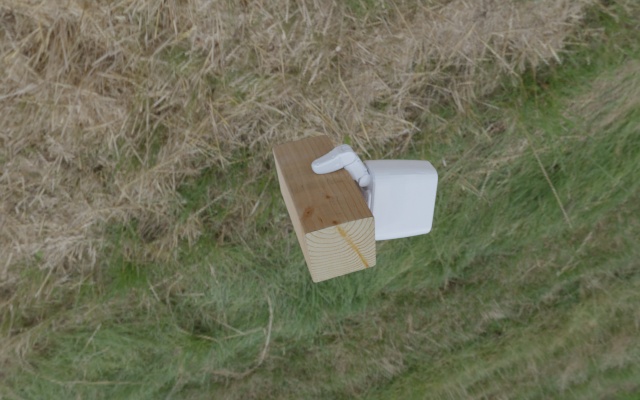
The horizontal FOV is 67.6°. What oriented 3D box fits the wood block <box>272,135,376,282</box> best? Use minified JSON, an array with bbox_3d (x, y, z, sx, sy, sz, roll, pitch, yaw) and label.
[{"bbox_3d":[0.001,0.002,0.678,0.090,0.091,0.206,-14,40,-9],"label":"wood block"}]
